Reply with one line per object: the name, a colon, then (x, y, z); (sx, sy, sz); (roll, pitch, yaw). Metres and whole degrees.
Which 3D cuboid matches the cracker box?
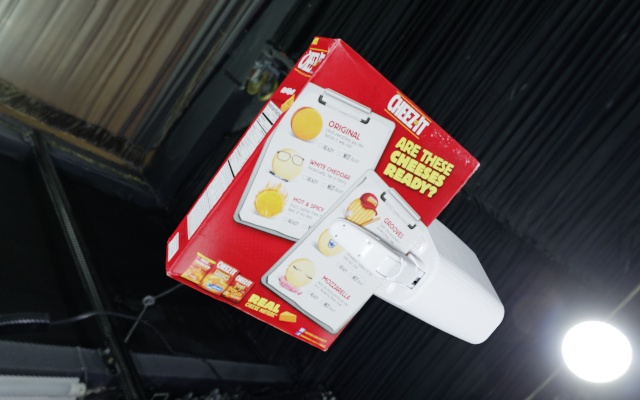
cracker box: (0.000, 0.002, 0.402); (0.164, 0.214, 0.072); (34, 8, -27)
